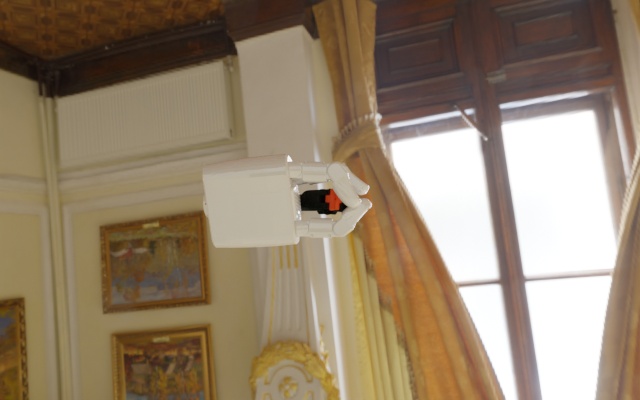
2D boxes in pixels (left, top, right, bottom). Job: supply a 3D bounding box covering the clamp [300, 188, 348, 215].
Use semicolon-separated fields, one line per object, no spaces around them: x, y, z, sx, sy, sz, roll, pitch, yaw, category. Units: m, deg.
0.000;0.003;0.675;0.120;0.039;0.171;-4;-6;3;clamp
